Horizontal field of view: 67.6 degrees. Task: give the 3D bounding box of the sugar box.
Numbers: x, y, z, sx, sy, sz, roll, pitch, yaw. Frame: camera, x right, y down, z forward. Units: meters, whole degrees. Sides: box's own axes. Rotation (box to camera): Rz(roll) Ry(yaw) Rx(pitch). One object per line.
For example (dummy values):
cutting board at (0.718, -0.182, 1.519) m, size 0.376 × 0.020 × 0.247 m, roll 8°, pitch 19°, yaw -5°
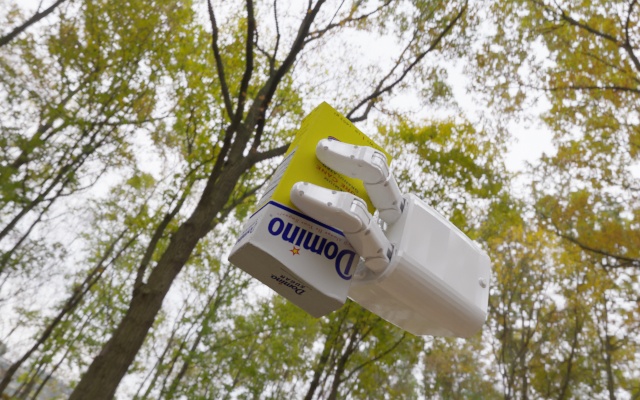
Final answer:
sugar box at (0.001, 0.001, 0.416) m, size 0.093 × 0.176 × 0.048 m, roll 36°, pitch -43°, yaw -16°
